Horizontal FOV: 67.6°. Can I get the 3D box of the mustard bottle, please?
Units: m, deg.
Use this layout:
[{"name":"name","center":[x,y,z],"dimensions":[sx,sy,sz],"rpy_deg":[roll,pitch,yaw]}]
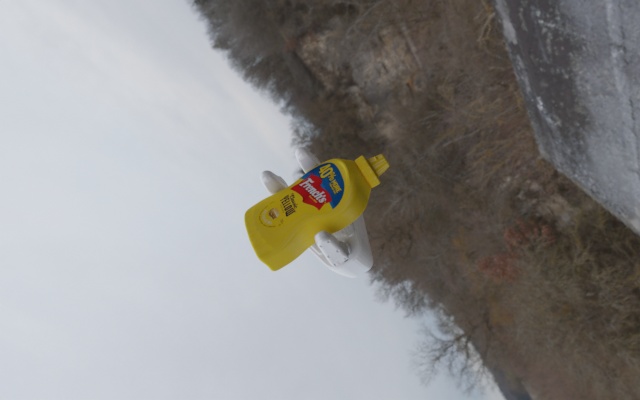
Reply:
[{"name":"mustard bottle","center":[0.000,0.002,0.592],"dimensions":[0.191,0.096,0.058],"rpy_deg":[-32,-47,6]}]
